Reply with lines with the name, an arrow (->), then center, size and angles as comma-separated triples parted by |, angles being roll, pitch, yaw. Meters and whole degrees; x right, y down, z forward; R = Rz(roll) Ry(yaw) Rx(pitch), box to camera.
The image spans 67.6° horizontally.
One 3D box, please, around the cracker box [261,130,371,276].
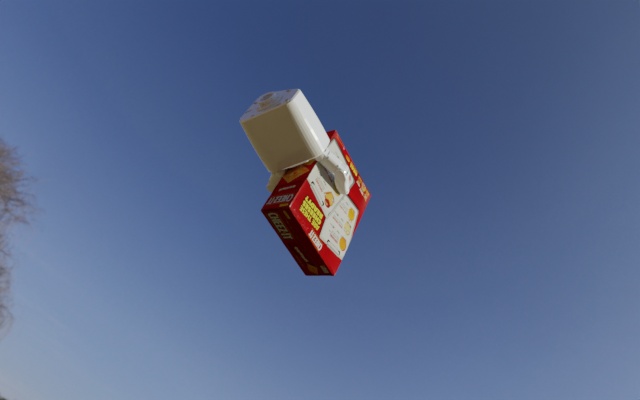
cracker box -> 0.000, 0.003, 0.857 | 0.072, 0.164, 0.213 | -8, 37, 35
